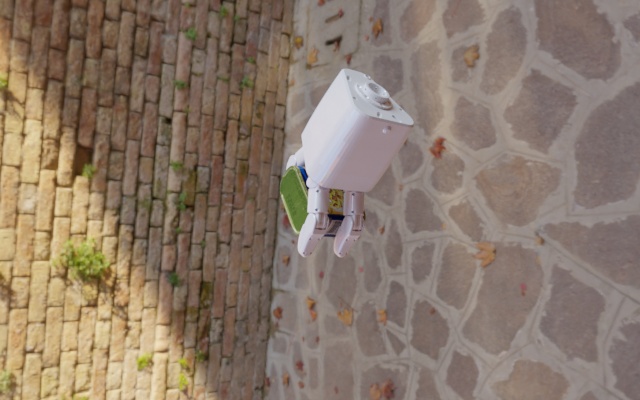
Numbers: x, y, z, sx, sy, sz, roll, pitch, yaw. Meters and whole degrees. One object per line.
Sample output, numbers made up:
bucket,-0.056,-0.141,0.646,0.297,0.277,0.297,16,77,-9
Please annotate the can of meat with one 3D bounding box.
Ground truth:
can of meat,0.000,0.002,0.643,0.084,0.102,0.057,5,-43,-35
